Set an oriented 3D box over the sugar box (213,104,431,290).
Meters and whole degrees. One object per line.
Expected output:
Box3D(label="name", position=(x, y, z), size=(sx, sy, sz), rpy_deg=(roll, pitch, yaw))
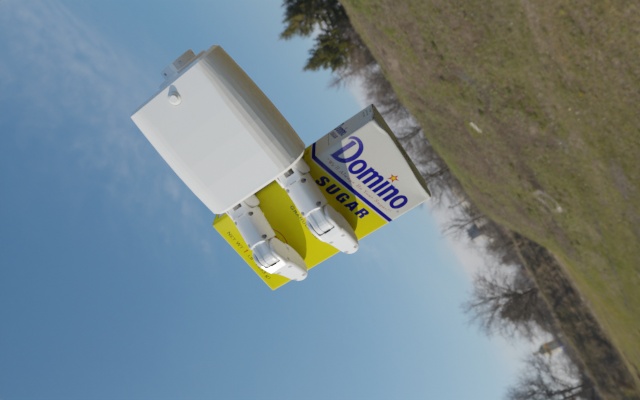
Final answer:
Box3D(label="sugar box", position=(0.000, 0.002, 0.436), size=(0.176, 0.093, 0.048), rpy_deg=(-32, 23, 18))
